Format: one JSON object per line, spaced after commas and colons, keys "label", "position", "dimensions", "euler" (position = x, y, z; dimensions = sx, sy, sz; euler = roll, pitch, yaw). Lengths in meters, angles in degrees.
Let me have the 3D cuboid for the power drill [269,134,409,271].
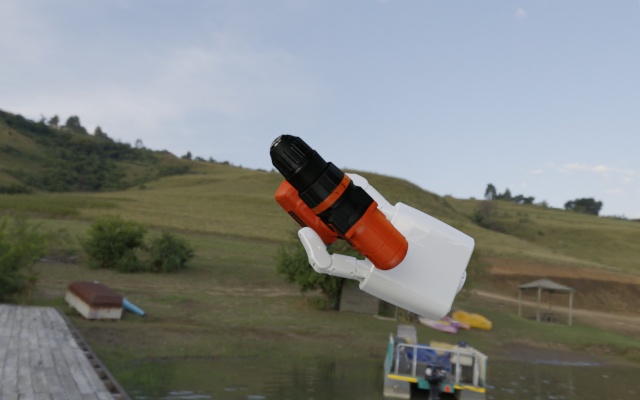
{"label": "power drill", "position": [0.000, 0.002, 0.560], "dimensions": [0.184, 0.057, 0.187], "euler": [46, -9, -12]}
